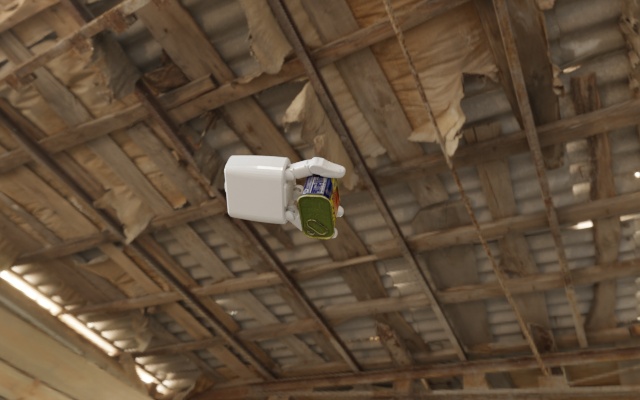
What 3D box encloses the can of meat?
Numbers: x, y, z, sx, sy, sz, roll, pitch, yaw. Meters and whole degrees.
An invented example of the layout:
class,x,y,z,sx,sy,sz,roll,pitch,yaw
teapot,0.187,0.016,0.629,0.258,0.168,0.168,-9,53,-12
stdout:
class,x,y,z,sx,sy,sz,roll,pitch,yaw
can of meat,0.000,0.002,0.828,0.057,0.102,0.084,2,43,12
